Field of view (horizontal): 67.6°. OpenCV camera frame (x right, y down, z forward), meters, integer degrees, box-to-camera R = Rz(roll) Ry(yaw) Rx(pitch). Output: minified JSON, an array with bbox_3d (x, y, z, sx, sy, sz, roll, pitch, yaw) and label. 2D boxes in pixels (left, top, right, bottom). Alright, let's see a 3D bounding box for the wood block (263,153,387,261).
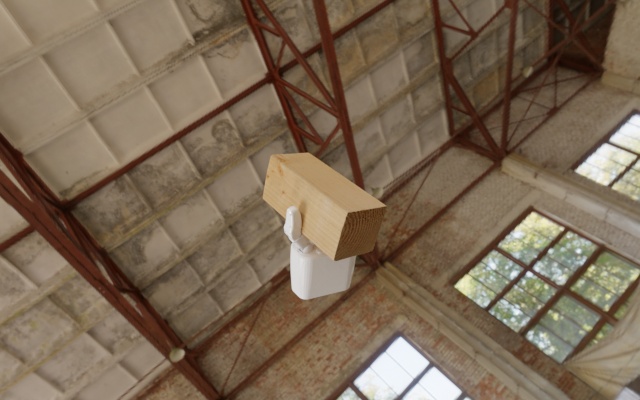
[{"bbox_3d":[0.000,0.003,0.808,0.091,0.090,0.206,-9,34,-40],"label":"wood block"}]
